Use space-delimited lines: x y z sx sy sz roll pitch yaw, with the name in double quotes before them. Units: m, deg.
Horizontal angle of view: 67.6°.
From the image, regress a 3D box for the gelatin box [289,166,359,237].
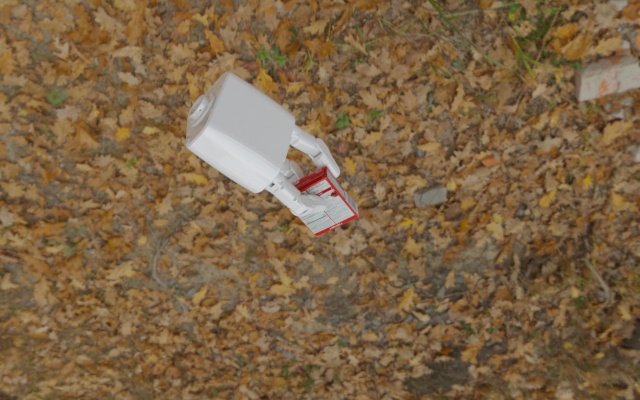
"gelatin box" 0.000 0.003 0.670 0.073 0.030 0.089 -27 -54 20
